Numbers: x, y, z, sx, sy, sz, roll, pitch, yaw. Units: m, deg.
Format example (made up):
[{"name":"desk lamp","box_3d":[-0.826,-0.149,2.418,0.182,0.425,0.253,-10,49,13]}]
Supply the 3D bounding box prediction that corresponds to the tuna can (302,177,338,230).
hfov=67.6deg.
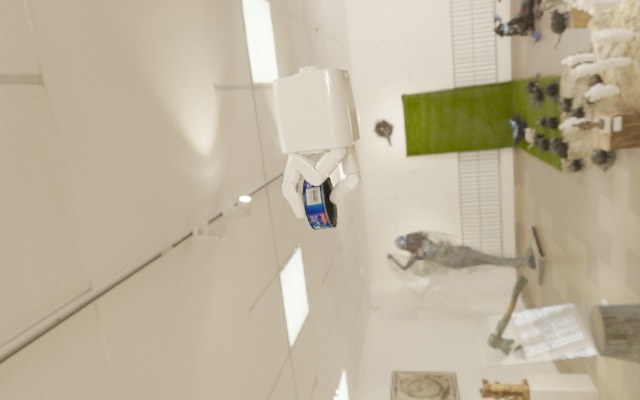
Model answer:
[{"name":"tuna can","box_3d":[0.000,0.003,0.739,0.034,0.086,0.086,-9,-2,13]}]
